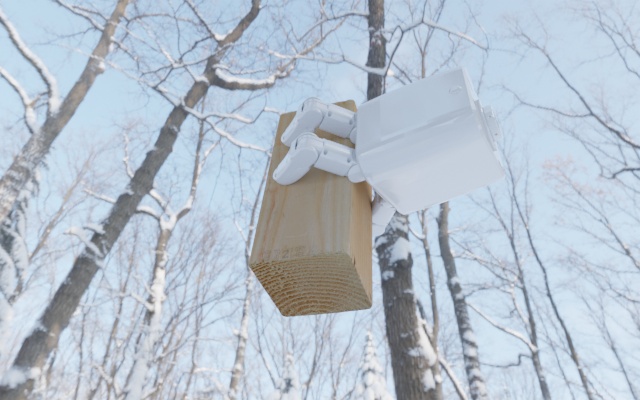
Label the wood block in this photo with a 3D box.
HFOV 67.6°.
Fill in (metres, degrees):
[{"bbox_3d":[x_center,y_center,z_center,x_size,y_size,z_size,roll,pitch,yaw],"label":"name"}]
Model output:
[{"bbox_3d":[0.001,0.002,0.484,0.090,0.206,0.091,-9,-45,15],"label":"wood block"}]
